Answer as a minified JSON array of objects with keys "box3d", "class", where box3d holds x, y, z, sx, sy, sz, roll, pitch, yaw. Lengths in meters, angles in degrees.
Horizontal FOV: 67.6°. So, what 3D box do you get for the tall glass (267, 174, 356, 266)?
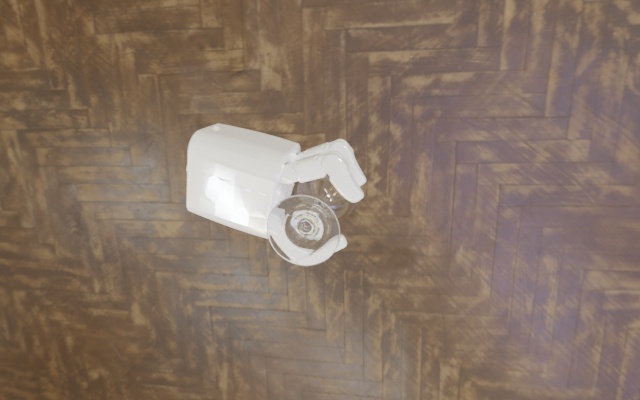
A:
[{"box3d":[0.000,0.002,0.560,0.079,0.079,0.201,0,16,11],"class":"tall glass"}]
